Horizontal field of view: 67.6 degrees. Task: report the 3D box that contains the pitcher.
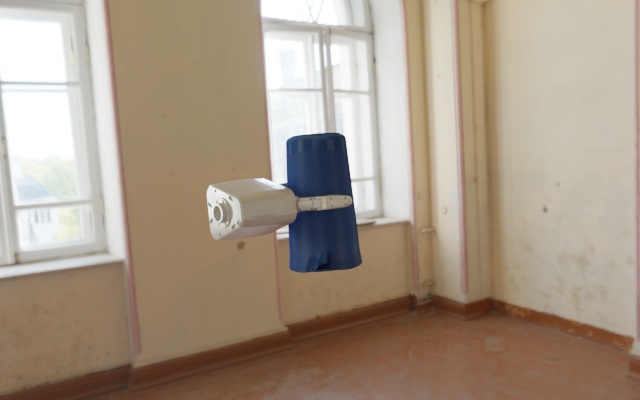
[{"bbox_3d":[0.000,0.003,0.871,0.145,0.243,0.149,-8,6,-42],"label":"pitcher"}]
